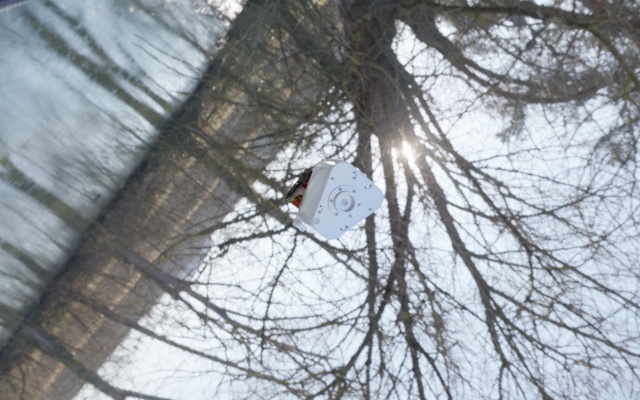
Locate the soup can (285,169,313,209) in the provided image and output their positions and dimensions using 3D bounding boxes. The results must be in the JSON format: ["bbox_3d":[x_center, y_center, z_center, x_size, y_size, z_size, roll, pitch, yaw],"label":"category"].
[{"bbox_3d":[0.000,0.003,0.819,0.102,0.068,0.068,38,-9,-11],"label":"soup can"}]
